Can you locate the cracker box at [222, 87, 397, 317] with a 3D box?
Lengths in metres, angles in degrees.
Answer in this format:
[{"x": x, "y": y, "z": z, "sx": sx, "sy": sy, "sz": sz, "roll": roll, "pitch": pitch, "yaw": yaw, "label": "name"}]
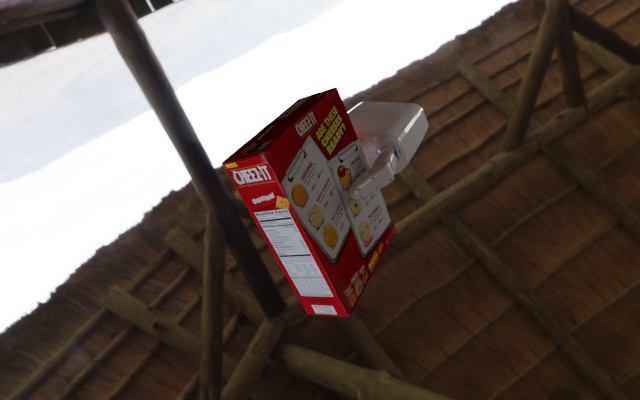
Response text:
[{"x": 0.000, "y": 0.002, "z": 0.562, "sx": 0.072, "sy": 0.214, "sz": 0.164, "roll": -9, "pitch": 28, "yaw": 37, "label": "cracker box"}]
